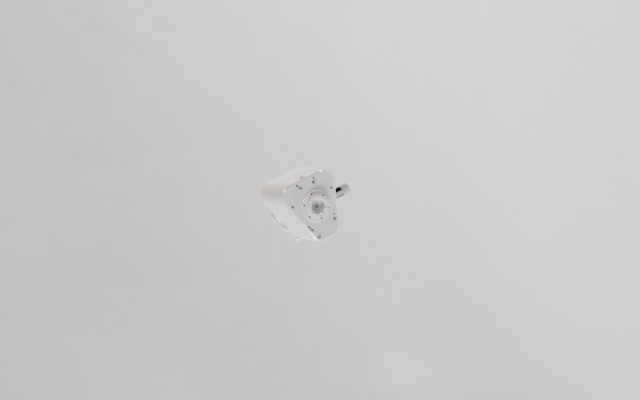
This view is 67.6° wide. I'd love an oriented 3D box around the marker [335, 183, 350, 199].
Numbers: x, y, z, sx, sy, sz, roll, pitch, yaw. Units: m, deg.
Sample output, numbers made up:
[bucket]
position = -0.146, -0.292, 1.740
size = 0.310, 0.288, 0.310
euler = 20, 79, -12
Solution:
[marker]
position = 0.000, 0.003, 0.867
size = 0.121, 0.020, 0.020
euler = -28, 10, -20
